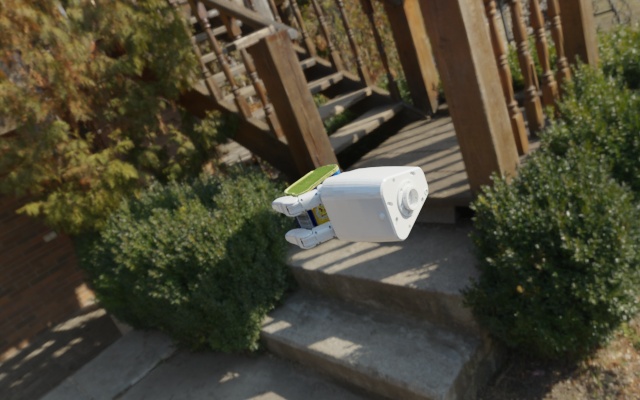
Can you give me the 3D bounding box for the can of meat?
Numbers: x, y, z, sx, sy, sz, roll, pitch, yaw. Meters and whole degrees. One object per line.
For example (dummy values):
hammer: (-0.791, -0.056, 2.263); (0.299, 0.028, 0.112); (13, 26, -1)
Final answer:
can of meat: (0.000, 0.002, 0.745); (0.057, 0.084, 0.102); (1, 31, 46)
